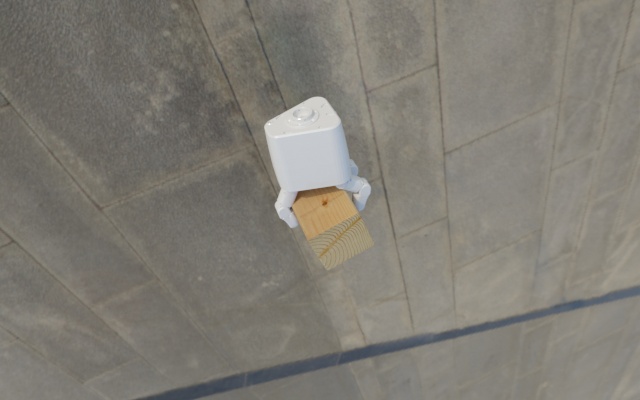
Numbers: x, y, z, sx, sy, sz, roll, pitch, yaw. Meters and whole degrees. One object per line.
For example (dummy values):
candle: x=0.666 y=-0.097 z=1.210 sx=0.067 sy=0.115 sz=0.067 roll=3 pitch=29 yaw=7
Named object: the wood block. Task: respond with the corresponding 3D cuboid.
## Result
wood block: x=0.000 y=0.003 z=0.815 sx=0.091 sy=0.206 sz=0.090 roll=-29 pitch=-45 yaw=1
